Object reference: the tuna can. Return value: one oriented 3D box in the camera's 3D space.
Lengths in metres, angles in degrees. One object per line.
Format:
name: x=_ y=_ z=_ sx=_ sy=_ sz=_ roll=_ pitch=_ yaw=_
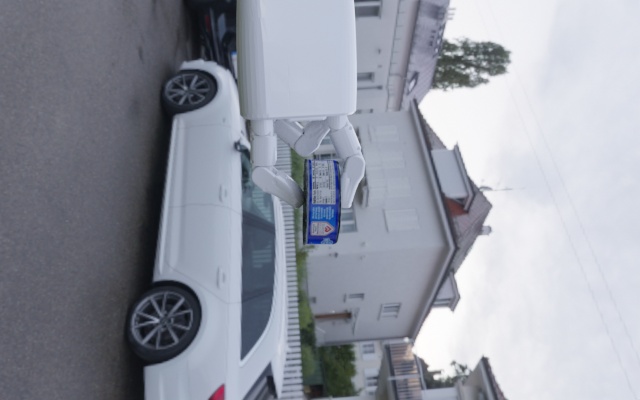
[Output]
tuna can: x=0.001 y=0.002 z=0.476 sx=0.034 sy=0.086 sz=0.086 roll=1 pitch=0 yaw=-4
